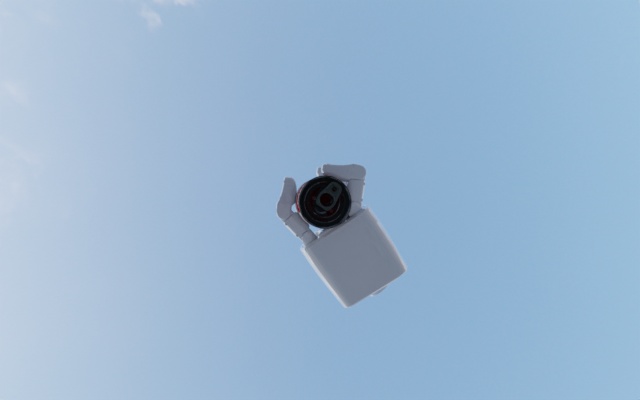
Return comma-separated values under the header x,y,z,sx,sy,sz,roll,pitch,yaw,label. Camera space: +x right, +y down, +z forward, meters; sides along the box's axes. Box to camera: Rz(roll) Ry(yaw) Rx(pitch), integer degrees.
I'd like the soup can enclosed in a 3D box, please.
x,y,z,sx,sy,sz,roll,pitch,yaw,label
0.000,0.002,0.650,0.068,0.068,0.102,0,0,-7,soup can
